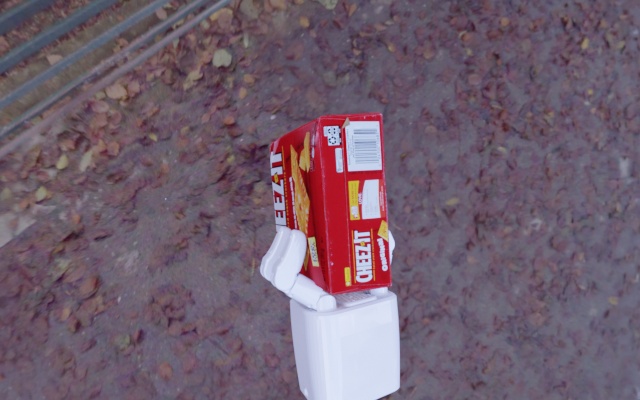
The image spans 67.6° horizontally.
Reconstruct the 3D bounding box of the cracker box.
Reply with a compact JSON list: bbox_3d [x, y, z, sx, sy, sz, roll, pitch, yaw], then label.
[{"bbox_3d":[0.000,0.002,0.531,0.072,0.164,0.213,-4,2,-18],"label":"cracker box"}]
